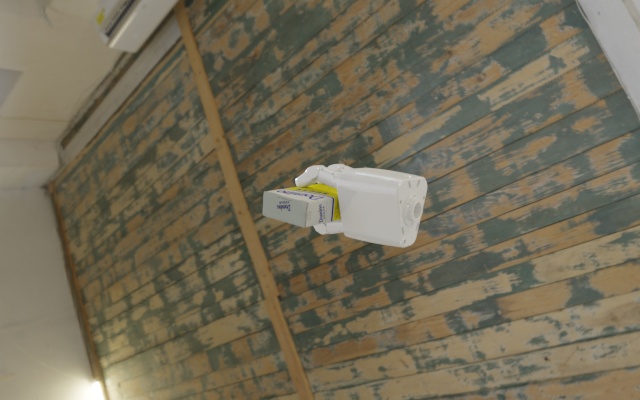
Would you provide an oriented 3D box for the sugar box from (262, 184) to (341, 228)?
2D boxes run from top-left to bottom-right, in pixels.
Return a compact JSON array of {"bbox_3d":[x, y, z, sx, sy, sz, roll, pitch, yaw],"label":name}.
[{"bbox_3d":[0.000,0.002,0.781,0.093,0.048,0.176,14,13,37],"label":"sugar box"}]
